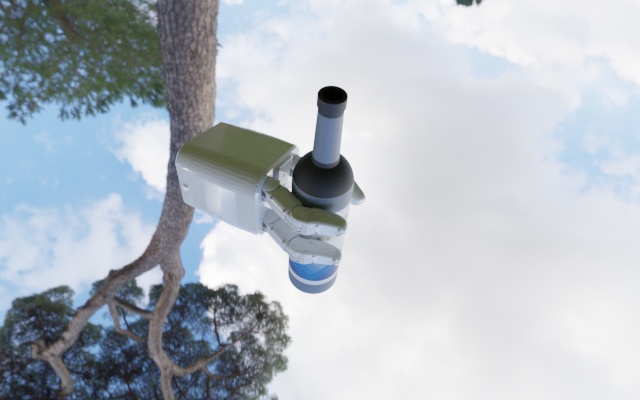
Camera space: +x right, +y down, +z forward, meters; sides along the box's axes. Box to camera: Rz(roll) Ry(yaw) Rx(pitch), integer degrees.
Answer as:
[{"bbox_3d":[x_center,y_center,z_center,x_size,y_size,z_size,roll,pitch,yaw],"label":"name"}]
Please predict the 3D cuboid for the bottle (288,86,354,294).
[{"bbox_3d":[0.000,0.002,0.535,0.069,0.069,0.296,0,-41,-6],"label":"bottle"}]
